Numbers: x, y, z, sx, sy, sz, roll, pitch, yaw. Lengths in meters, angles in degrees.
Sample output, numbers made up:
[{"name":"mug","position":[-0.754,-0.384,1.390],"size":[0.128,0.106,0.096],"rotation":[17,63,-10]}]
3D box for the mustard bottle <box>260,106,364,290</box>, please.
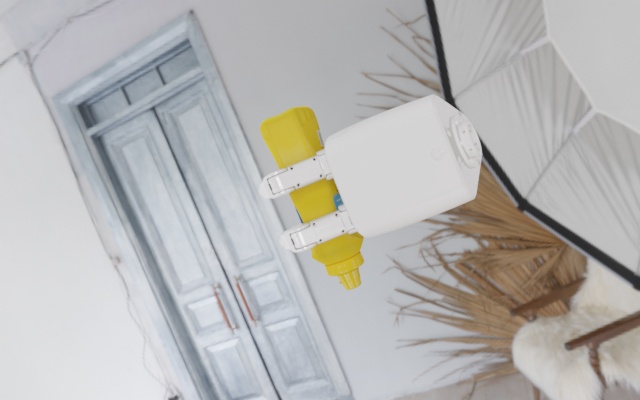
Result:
[{"name":"mustard bottle","position":[0.000,0.002,0.497],"size":[0.058,0.191,0.096],"rotation":[-22,2,6]}]
